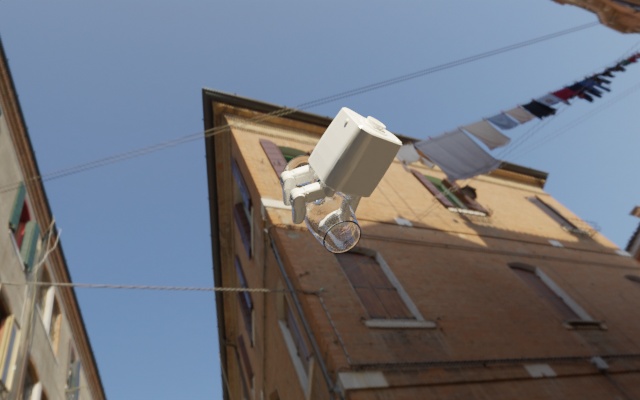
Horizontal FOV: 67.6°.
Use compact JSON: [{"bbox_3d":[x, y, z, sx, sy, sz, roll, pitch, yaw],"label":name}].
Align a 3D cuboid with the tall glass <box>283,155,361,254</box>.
[{"bbox_3d":[0.000,0.002,0.794,0.079,0.079,0.201,0,33,-23],"label":"tall glass"}]
